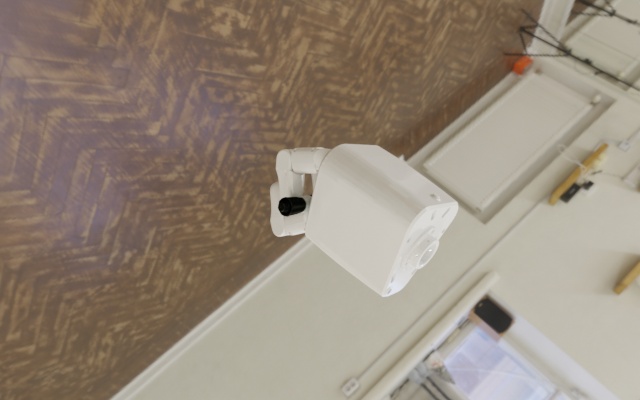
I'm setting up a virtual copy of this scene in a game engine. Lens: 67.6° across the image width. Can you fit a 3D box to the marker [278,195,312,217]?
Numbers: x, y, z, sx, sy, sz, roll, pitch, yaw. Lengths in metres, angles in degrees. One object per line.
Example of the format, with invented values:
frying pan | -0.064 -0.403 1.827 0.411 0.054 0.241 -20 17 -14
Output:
marker | 0.000 0.002 0.499 0.020 0.020 0.121 0 4 38
